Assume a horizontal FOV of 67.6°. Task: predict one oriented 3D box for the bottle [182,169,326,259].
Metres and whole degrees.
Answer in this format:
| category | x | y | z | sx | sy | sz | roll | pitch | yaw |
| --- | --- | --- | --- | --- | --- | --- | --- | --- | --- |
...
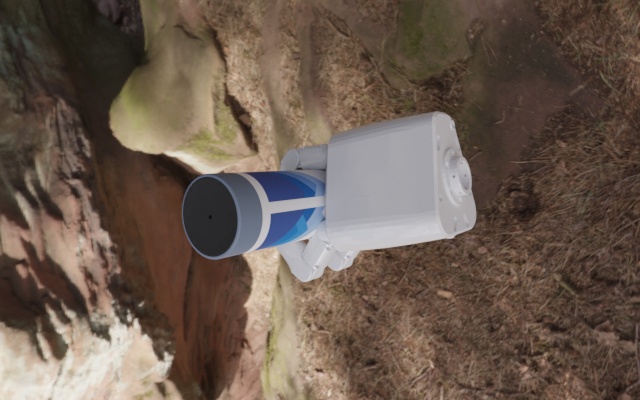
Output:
| category | x | y | z | sx | sy | sz | roll | pitch | yaw |
| --- | --- | --- | --- | --- | --- | --- | --- | --- | --- |
| bottle | 0.000 | 0.002 | 0.485 | 0.069 | 0.069 | 0.295 | 0 | 4 | 36 |
